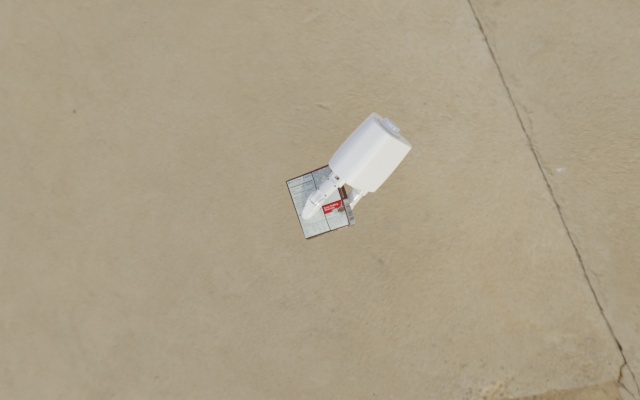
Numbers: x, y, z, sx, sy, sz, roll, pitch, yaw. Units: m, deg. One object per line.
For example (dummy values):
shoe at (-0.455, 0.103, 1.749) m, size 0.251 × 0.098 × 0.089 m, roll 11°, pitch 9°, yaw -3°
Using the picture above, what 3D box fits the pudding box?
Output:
pudding box at (0.000, 0.003, 0.833) m, size 0.090 × 0.113 × 0.039 m, roll -19°, pitch -3°, yaw 20°
